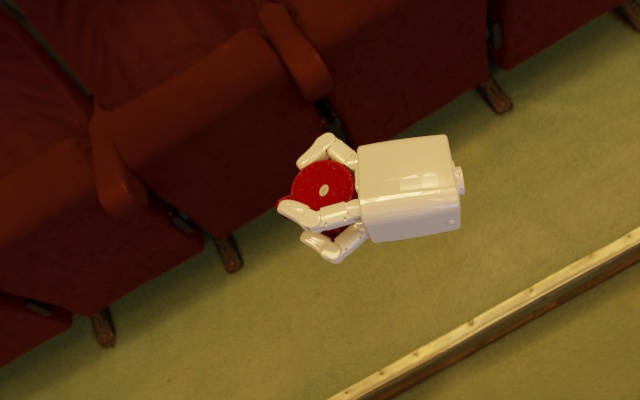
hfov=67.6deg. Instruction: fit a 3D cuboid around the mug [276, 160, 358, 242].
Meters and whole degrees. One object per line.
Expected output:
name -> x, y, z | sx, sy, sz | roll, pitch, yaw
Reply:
mug -> -0.001, 0.002, 0.607 | 0.117, 0.093, 0.081 | -7, -23, 13
